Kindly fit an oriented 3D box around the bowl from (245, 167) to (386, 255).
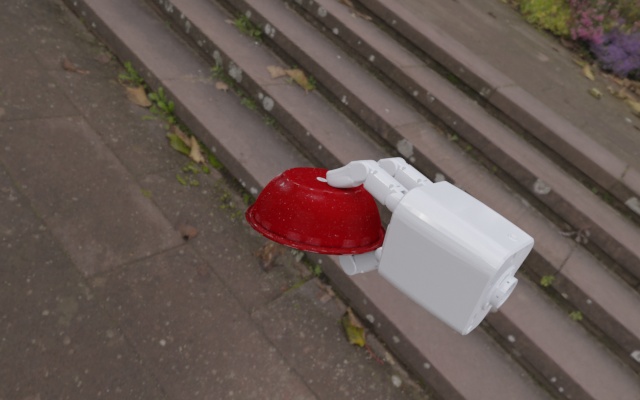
[{"bbox_3d":[-0.001,0.001,0.534,0.162,0.055,0.162,9,18,-3],"label":"bowl"}]
